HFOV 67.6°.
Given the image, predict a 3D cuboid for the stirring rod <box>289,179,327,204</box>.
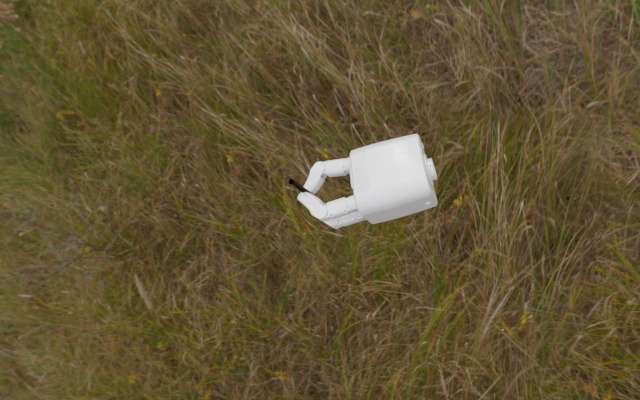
[{"bbox_3d":[0.000,0.003,0.785,0.011,0.011,0.239,0,-14,21],"label":"stirring rod"}]
